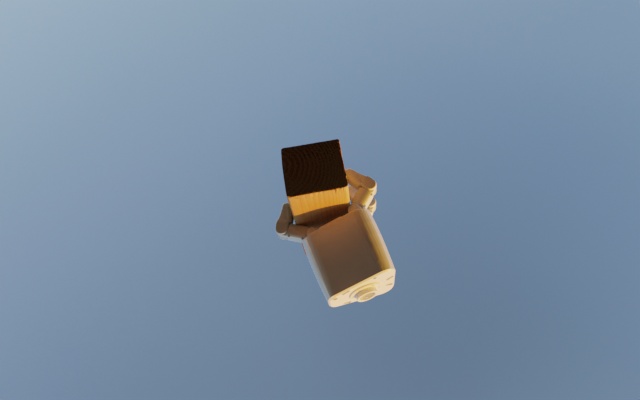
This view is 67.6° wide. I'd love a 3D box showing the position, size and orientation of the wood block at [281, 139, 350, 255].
[{"bbox_3d":[0.000,0.003,0.777,0.091,0.090,0.206,-10,-31,1],"label":"wood block"}]
